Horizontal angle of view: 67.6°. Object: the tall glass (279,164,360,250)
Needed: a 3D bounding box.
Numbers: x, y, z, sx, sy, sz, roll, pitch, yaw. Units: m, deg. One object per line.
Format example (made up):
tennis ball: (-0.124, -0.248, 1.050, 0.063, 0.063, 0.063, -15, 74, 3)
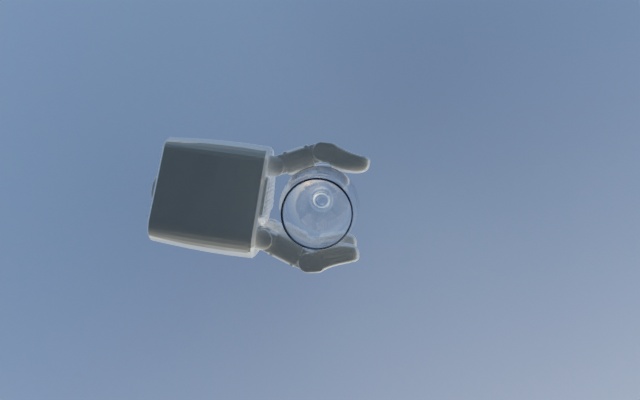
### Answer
tall glass: (0.000, 0.002, 0.499, 0.079, 0.079, 0.201, 0, 6, 2)
